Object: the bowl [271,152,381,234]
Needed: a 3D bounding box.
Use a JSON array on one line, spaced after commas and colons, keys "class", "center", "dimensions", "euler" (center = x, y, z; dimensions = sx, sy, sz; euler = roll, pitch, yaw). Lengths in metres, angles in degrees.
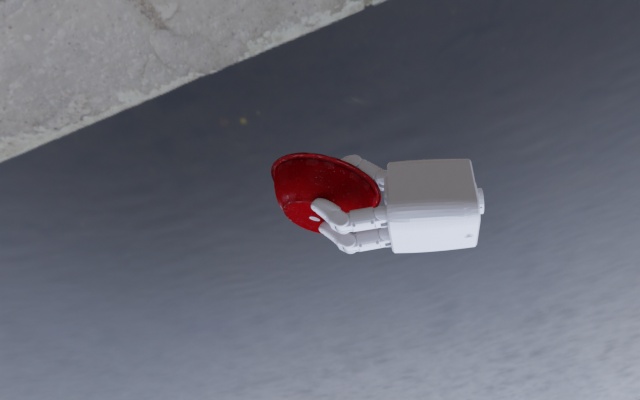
[{"class": "bowl", "center": [-0.001, 0.003, 0.664], "dimensions": [0.162, 0.055, 0.162], "euler": [14, -27, 7]}]
